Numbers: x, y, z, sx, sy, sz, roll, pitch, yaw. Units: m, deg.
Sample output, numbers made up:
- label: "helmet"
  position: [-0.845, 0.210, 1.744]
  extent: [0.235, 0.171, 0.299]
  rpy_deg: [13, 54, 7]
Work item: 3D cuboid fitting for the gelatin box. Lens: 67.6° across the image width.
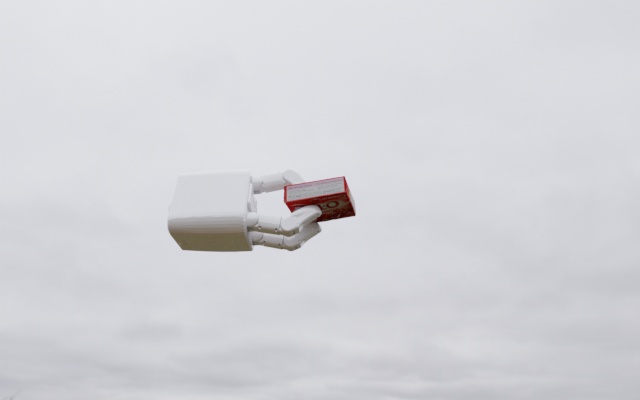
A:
- label: "gelatin box"
  position: [0.000, 0.002, 0.673]
  extent: [0.089, 0.030, 0.073]
  rpy_deg: [-10, -30, 10]
